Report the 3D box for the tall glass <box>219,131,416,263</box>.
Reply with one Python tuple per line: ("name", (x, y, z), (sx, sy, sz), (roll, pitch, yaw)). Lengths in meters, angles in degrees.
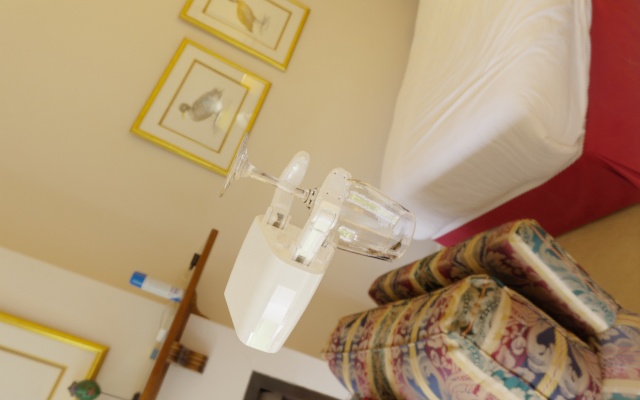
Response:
("tall glass", (0.000, 0.001, 0.508), (0.201, 0.079, 0.079), (23, -5, -12))
